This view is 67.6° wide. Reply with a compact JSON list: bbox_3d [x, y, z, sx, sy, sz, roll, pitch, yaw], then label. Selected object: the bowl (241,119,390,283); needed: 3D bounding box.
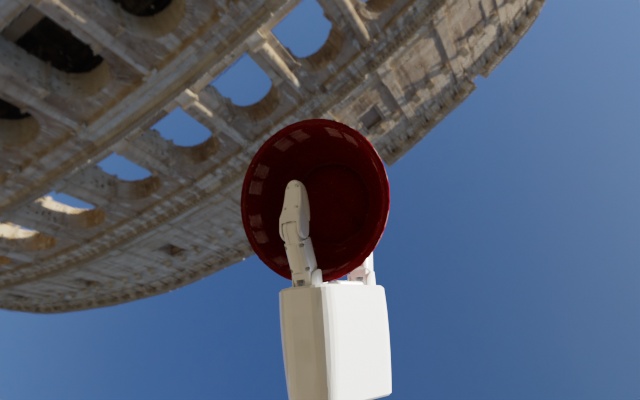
[{"bbox_3d":[0.000,0.000,0.488,0.162,0.162,0.055,0,-4,25],"label":"bowl"}]
